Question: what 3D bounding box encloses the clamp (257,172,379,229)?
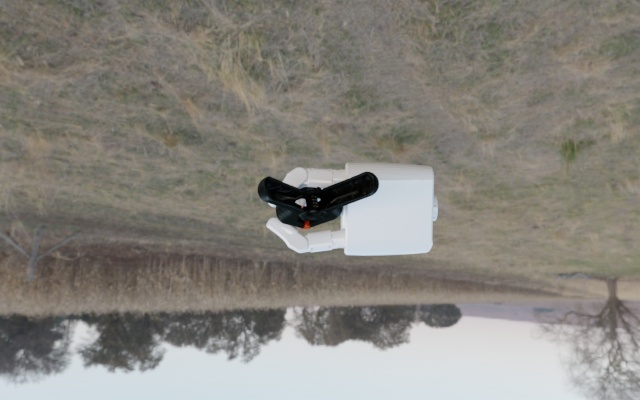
[{"bbox_3d":[0.000,0.002,0.537,0.120,0.039,0.171,0,-11,1],"label":"clamp"}]
